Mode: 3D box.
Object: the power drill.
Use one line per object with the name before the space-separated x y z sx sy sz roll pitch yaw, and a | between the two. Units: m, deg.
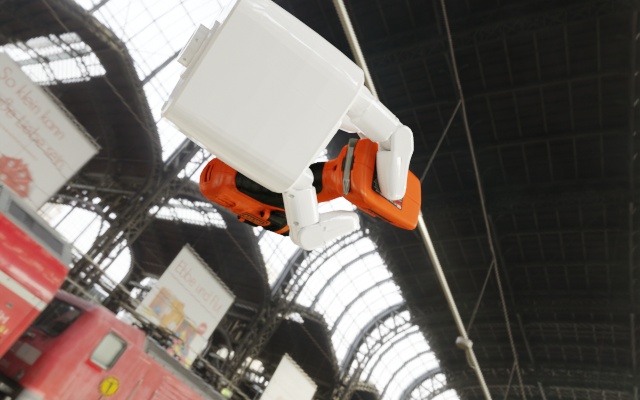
power drill | 0.000 0.001 0.480 0.187 0.057 0.184 -8 -24 37
